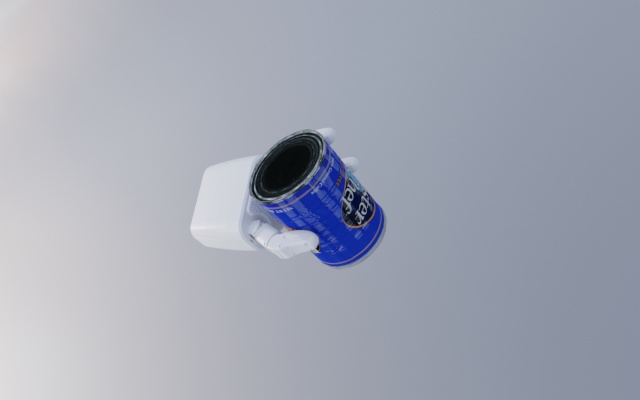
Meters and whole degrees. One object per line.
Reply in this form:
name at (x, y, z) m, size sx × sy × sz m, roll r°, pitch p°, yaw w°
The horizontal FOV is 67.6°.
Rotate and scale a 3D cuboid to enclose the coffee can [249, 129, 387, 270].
coffee can at (0.000, 0.002, 0.558) m, size 0.103 × 0.102 × 0.140 m, roll 0°, pitch -36°, yaw 42°
